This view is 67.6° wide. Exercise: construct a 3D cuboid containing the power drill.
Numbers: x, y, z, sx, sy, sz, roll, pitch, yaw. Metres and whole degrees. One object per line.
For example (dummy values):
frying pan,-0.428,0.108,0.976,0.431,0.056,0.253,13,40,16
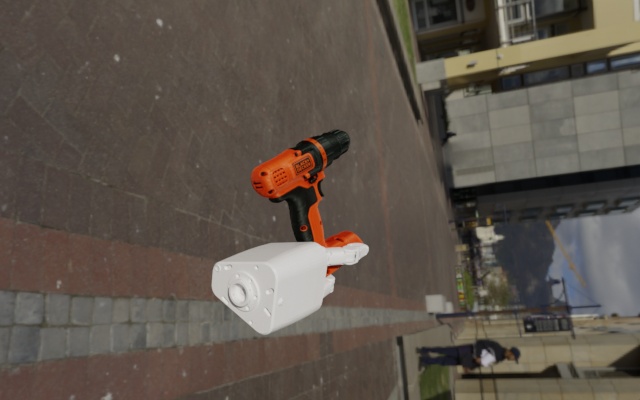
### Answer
power drill,0.000,0.003,0.704,0.184,0.188,0.057,-31,17,-36
